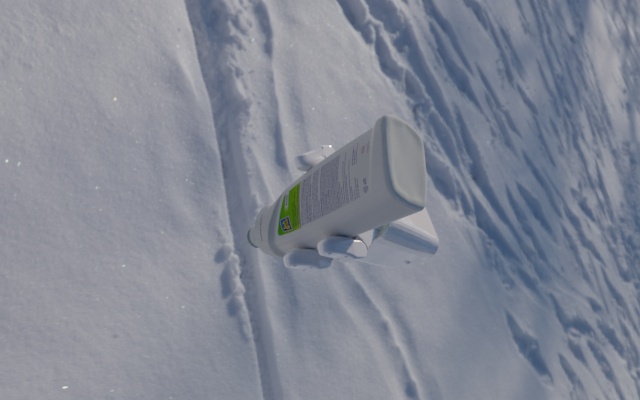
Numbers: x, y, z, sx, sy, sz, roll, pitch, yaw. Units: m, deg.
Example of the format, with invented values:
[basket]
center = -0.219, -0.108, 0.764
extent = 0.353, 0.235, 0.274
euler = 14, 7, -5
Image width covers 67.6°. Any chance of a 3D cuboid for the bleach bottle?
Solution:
[bleach bottle]
center = 0.000, 0.002, 0.546
extent = 0.068, 0.102, 0.251
euler = 24, -34, -36
